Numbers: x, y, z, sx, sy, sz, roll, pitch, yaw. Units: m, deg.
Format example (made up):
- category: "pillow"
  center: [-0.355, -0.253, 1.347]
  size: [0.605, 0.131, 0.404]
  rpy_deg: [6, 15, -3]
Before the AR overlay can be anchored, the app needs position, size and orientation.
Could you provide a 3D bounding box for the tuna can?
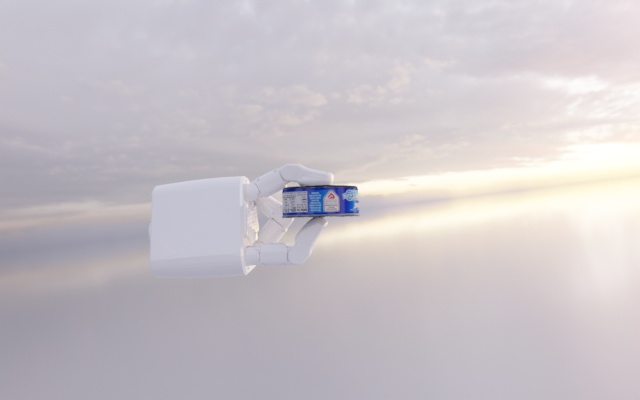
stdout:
- category: "tuna can"
  center: [0.000, 0.001, 0.526]
  size: [0.086, 0.034, 0.086]
  rpy_deg: [-1, -1, 0]
